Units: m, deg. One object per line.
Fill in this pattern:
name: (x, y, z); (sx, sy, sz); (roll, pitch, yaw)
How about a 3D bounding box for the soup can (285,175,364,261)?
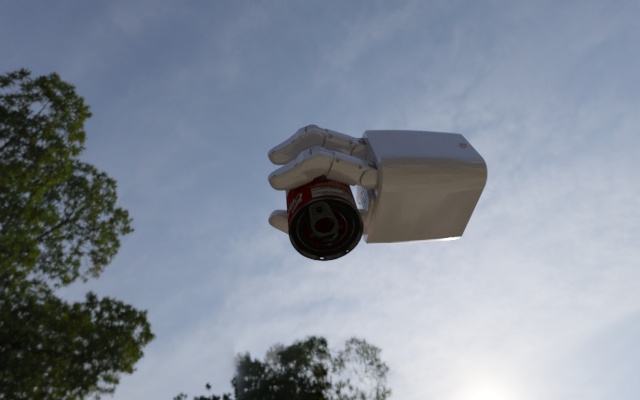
soup can: (0.000, 0.001, 0.469); (0.068, 0.068, 0.102); (0, 31, -7)
